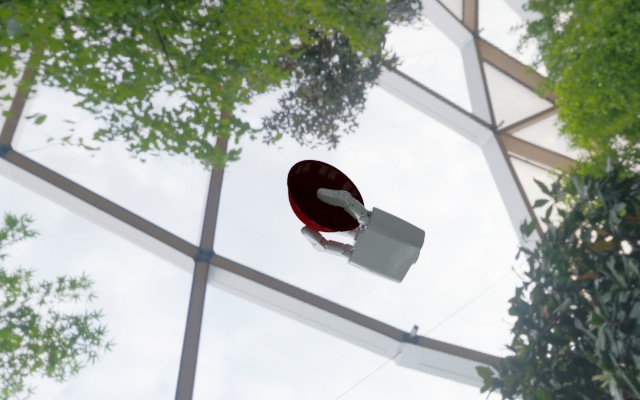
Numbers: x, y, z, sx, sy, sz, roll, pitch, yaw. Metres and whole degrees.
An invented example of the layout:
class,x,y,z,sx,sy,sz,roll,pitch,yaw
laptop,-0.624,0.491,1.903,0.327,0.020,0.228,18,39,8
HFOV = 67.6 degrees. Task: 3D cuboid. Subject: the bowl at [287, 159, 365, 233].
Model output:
class,x,y,z,sx,sy,sz,roll,pitch,yaw
bowl,-0.001,0.002,0.874,0.162,0.162,0.055,0,-35,-36
